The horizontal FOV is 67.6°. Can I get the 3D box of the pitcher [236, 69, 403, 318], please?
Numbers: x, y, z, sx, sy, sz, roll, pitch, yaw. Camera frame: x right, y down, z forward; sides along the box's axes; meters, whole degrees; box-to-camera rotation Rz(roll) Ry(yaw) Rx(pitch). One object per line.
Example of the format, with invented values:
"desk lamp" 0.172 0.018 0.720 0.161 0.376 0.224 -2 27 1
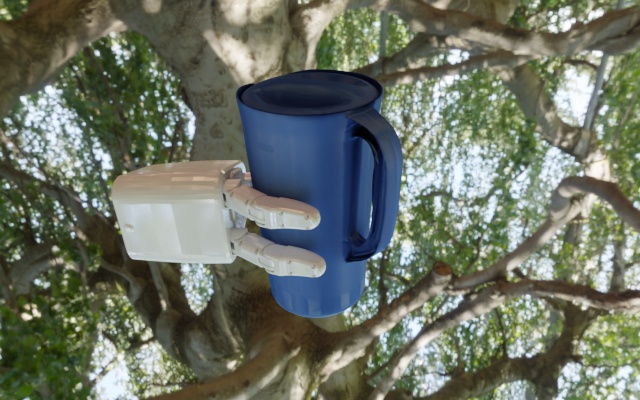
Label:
"pitcher" 0.000 0.002 0.482 0.145 0.243 0.149 -1 30 3
